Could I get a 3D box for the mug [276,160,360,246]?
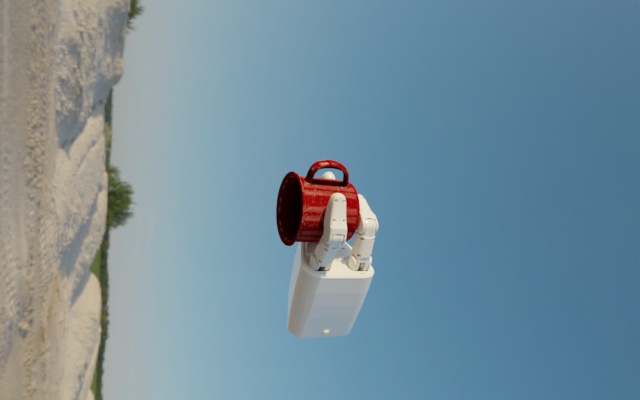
[{"bbox_3d":[0.001,0.001,0.601,0.081,0.117,0.093,4,29,-25],"label":"mug"}]
